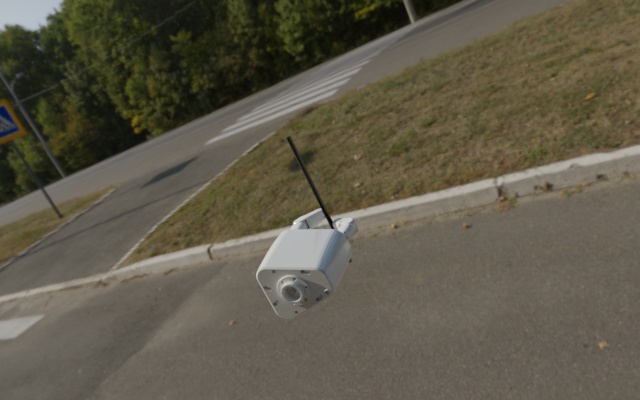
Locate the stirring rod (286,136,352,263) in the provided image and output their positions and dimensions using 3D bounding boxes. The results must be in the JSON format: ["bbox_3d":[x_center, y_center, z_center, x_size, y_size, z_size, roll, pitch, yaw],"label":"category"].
[{"bbox_3d":[0.000,0.003,0.794,0.011,0.239,0.011,-24,17,8],"label":"stirring rod"}]
